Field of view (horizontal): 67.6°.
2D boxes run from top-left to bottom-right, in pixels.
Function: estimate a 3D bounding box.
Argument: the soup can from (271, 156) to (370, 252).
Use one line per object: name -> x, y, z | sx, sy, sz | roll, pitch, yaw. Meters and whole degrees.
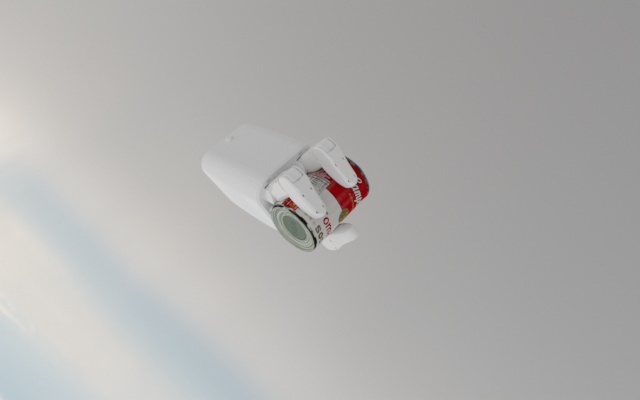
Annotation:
soup can -> 0.000, 0.002, 0.553 | 0.102, 0.068, 0.068 | -44, 25, -29
